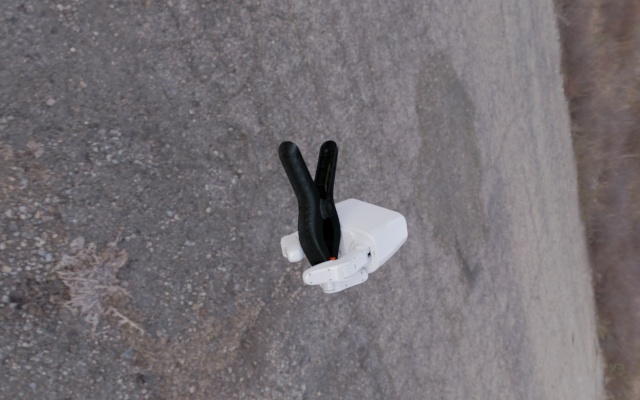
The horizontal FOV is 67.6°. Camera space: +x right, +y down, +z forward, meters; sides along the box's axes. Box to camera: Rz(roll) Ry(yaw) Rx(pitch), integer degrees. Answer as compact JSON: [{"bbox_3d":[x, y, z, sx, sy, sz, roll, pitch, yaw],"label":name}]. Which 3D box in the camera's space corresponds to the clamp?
[{"bbox_3d":[0.001,0.002,0.597,0.039,0.171,0.120,0,16,34],"label":"clamp"}]
